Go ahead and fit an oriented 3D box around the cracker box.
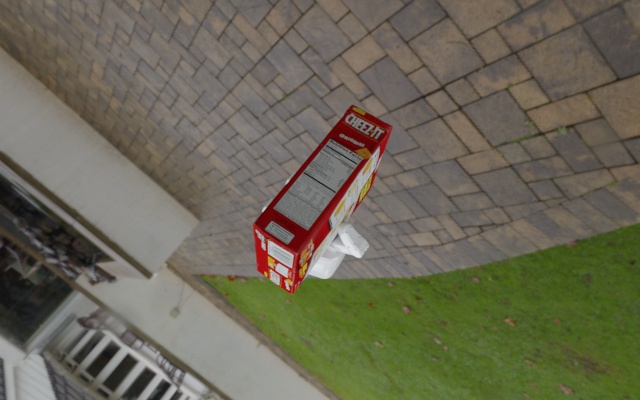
[{"bbox_3d":[0.000,0.002,0.634,0.072,0.213,0.164,32,-25,11],"label":"cracker box"}]
